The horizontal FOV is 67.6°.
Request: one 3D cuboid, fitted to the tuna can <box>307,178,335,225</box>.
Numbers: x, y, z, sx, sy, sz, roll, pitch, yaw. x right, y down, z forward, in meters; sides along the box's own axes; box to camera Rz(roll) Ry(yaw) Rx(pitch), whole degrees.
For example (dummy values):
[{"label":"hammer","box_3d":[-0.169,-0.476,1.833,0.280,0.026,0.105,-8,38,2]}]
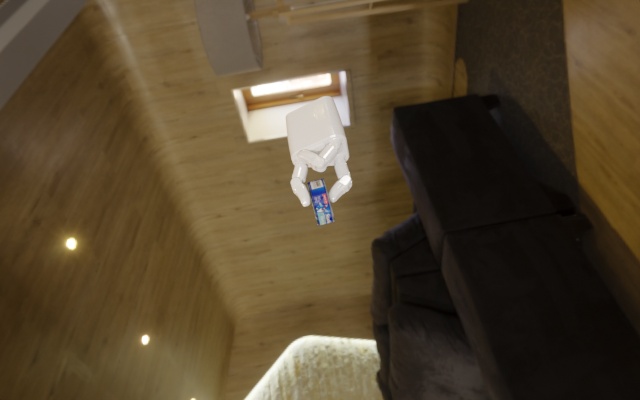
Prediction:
[{"label":"tuna can","box_3d":[0.000,0.003,0.900,0.034,0.086,0.086,-14,0,-2]}]
